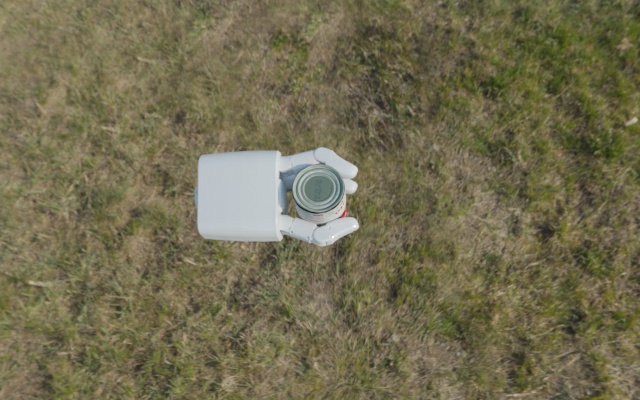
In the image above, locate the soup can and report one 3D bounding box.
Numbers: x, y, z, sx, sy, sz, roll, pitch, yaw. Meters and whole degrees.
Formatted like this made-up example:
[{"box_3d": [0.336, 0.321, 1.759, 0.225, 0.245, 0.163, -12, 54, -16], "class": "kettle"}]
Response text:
[{"box_3d": [0.001, 0.002, 0.630, 0.068, 0.068, 0.102, 0, -21, 4], "class": "soup can"}]
